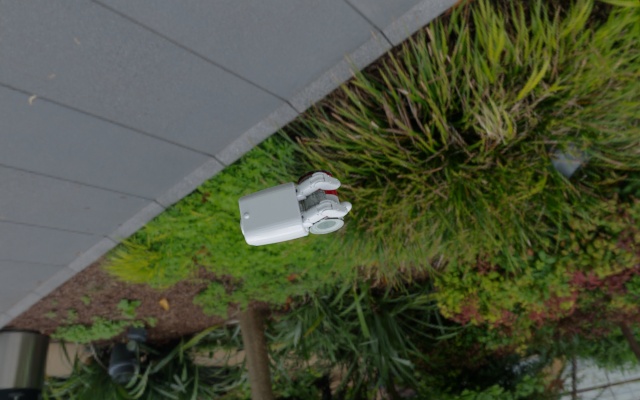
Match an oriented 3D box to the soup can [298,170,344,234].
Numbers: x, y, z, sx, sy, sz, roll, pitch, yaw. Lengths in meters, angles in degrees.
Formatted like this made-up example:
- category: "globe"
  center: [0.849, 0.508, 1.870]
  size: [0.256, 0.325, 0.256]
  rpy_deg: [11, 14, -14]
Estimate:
- category: "soup can"
  center: [0.001, 0.003, 0.889]
  size: [0.068, 0.102, 0.068]
  rpy_deg: [-11, -24, -5]
